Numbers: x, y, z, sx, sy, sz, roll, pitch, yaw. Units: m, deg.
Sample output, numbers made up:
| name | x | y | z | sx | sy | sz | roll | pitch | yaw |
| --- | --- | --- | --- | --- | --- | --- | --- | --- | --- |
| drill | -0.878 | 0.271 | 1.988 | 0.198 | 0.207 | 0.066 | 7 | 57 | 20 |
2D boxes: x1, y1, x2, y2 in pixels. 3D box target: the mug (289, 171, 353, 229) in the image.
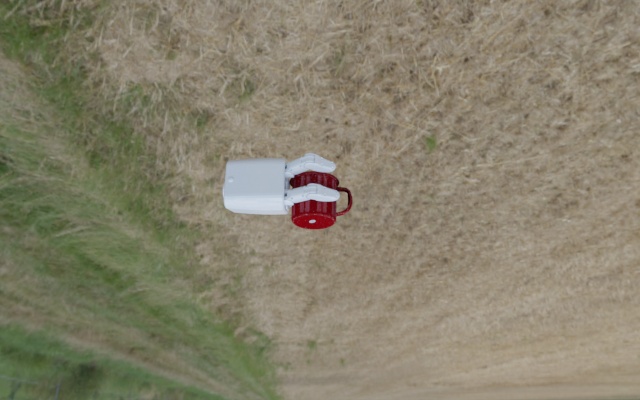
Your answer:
| name | x | y | z | sx | sy | sz | roll | pitch | yaw |
| --- | --- | --- | --- | --- | --- | --- | --- | --- | --- |
| mug | 0.002 | 0.003 | 0.873 | 0.117 | 0.081 | 0.093 | 0 | -23 | 2 |
